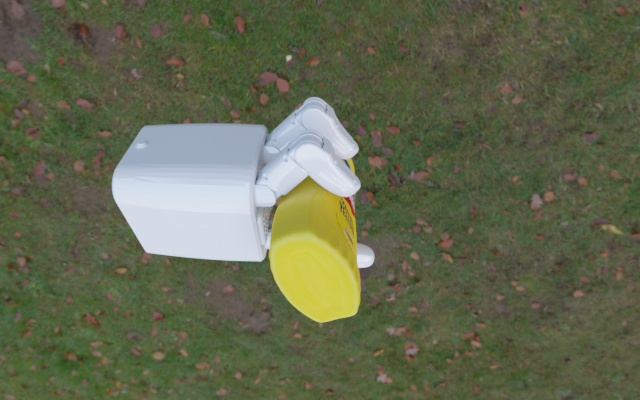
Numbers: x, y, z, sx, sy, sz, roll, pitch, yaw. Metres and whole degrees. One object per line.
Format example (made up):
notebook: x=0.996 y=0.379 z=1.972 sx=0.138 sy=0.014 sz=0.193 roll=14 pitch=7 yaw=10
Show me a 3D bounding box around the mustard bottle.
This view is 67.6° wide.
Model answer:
mustard bottle: x=0.000 y=0.001 z=0.413 sx=0.058 sy=0.096 sz=0.191 roll=-18 pitch=35 yaw=16
